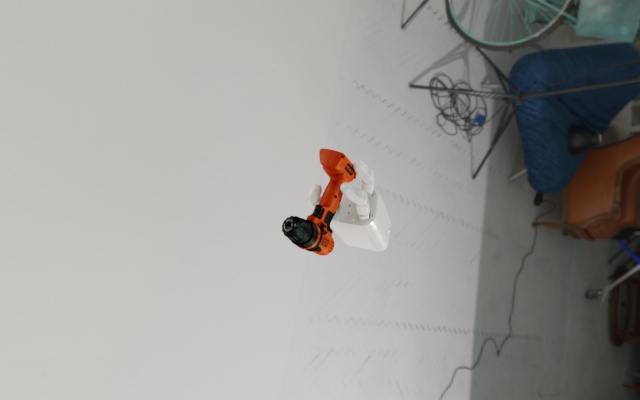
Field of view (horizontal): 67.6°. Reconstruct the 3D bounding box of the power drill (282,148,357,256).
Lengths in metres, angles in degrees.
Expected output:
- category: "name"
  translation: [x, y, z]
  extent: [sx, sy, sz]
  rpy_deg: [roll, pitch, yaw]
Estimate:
- category: "power drill"
  translation: [0.000, 0.003, 0.885]
  extent: [0.057, 0.187, 0.184]
  rpy_deg: [17, -9, 23]
